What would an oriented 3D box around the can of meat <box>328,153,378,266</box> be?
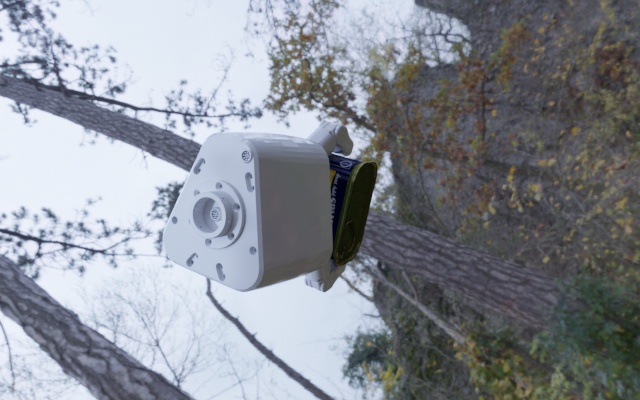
[{"bbox_3d":[0.000,0.001,0.470,0.084,0.102,0.057,17,14,24],"label":"can of meat"}]
